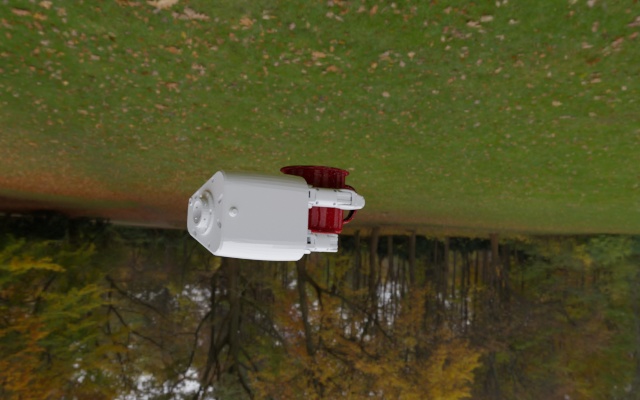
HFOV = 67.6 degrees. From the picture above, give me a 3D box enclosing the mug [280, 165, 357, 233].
[{"bbox_3d":[0.001,0.002,0.640,0.117,0.081,0.093,6,-6,-34],"label":"mug"}]
